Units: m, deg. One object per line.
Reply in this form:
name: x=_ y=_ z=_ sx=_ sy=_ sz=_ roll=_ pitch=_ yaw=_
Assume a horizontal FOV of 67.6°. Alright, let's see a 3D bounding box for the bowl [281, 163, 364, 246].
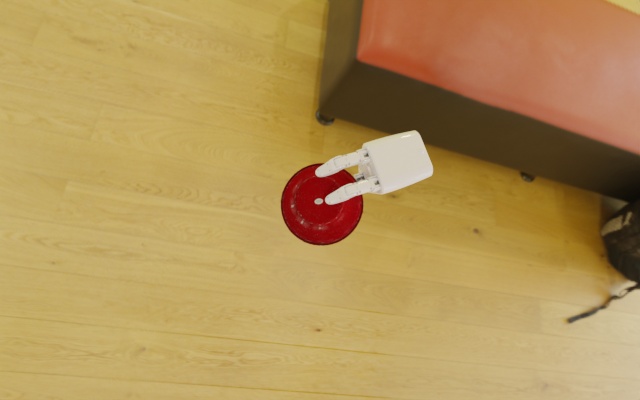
bowl: x=-0.001 y=0.004 z=0.897 sx=0.162 sy=0.162 sz=0.055 roll=0 pitch=-8 yaw=6
